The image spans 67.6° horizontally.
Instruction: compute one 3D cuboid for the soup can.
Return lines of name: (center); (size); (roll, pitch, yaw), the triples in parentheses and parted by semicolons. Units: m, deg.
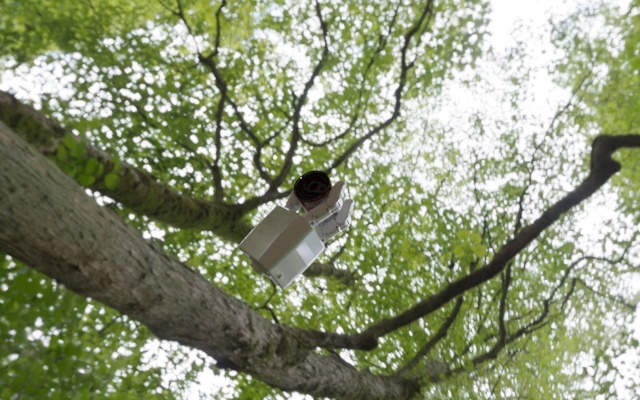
soup can: (0.000, 0.003, 0.873); (0.068, 0.068, 0.102); (0, -36, 24)
